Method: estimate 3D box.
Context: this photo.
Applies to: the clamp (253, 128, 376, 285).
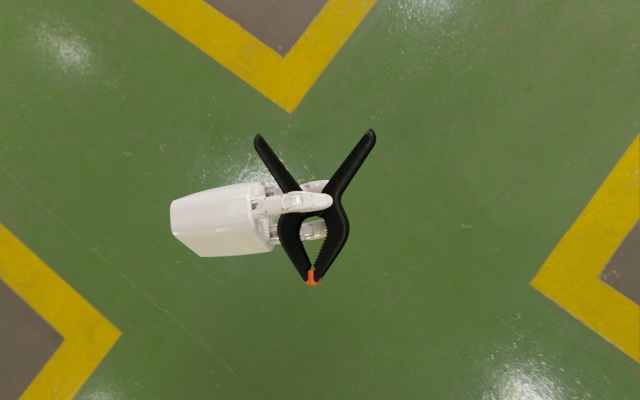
[{"bbox_3d":[0.000,0.002,0.621,0.164,0.210,0.036,-8,-10,10],"label":"clamp"}]
